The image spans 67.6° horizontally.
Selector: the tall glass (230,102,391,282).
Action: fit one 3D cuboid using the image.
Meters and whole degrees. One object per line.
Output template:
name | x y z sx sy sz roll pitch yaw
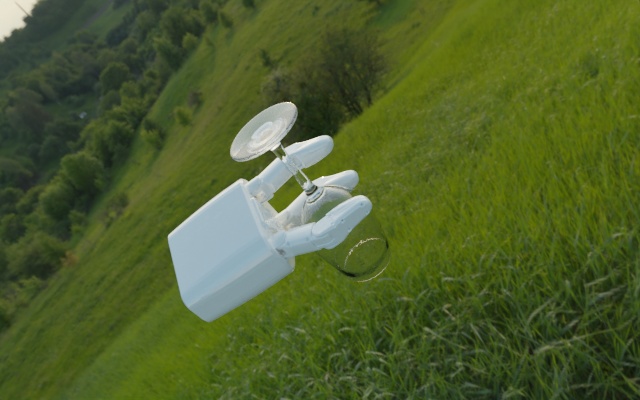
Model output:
tall glass | 0.000 0.001 0.483 0.079 0.079 0.201 0 -40 44
